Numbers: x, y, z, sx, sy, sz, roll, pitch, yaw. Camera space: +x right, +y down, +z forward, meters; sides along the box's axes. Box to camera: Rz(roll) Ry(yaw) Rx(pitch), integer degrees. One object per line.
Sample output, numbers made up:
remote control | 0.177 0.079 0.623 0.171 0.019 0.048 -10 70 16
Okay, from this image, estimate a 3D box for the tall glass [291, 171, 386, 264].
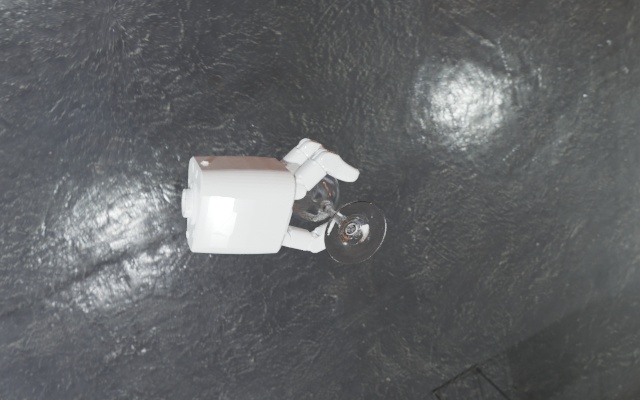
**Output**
tall glass | 0.000 0.002 0.598 0.079 0.079 0.201 0 20 -24
